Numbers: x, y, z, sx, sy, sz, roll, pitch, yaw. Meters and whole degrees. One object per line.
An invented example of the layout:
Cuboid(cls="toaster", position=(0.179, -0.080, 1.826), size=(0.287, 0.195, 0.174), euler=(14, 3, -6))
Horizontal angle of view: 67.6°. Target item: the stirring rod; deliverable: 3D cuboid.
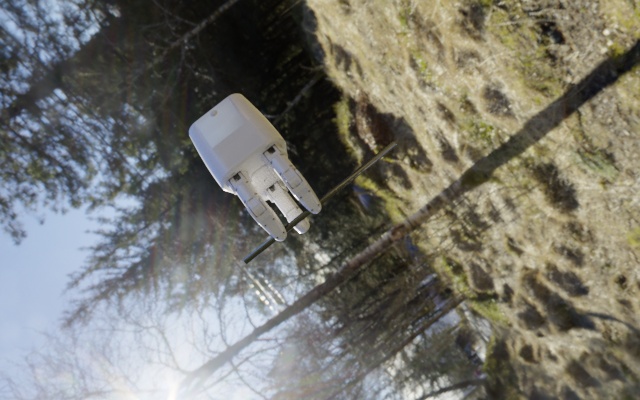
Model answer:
Cuboid(cls="stirring rod", position=(0.000, 0.002, 0.600), size=(0.239, 0.011, 0.011), euler=(-38, 1, -2))
